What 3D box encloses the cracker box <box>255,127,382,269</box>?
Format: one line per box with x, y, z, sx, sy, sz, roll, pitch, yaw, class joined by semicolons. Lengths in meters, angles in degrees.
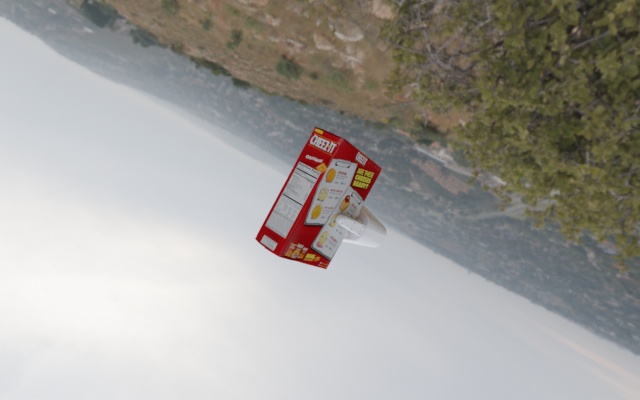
0.000;0.003;0.824;0.072;0.213;0.164;29;1;32;cracker box
